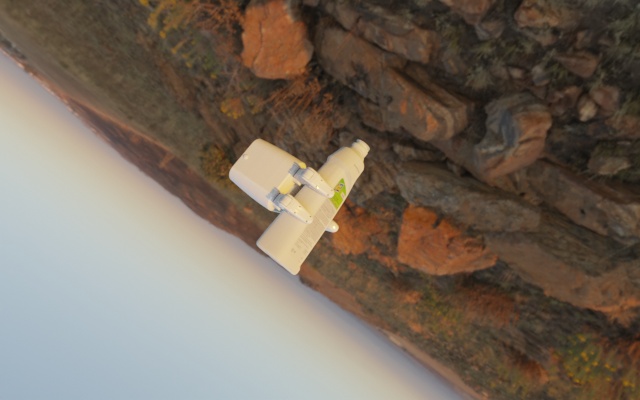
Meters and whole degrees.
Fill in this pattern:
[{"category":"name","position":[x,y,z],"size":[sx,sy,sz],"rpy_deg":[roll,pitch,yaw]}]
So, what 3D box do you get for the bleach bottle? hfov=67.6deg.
[{"category":"bleach bottle","position":[0.000,0.003,0.820],"size":[0.068,0.251,0.103],"rpy_deg":[34,-11,26]}]
